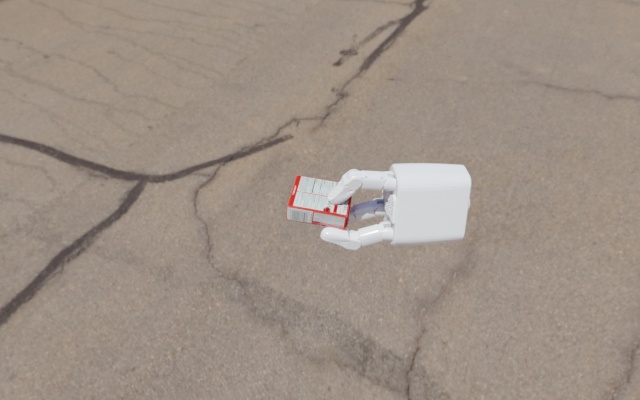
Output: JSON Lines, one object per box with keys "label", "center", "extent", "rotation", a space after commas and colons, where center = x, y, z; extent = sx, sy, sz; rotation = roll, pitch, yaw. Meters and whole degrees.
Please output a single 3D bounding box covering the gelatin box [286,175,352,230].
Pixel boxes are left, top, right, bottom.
{"label": "gelatin box", "center": [0.000, 0.002, 0.699], "extent": [0.089, 0.030, 0.073], "rotation": [10, 42, 2]}
